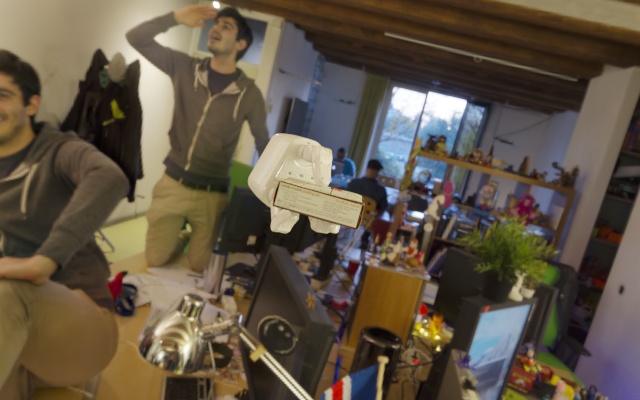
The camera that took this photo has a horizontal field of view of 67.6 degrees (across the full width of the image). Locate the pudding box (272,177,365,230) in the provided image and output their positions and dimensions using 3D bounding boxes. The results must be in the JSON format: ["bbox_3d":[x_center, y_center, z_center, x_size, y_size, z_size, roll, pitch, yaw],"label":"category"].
[{"bbox_3d":[0.000,0.002,0.625,0.113,0.039,0.090,14,7,3],"label":"pudding box"}]
